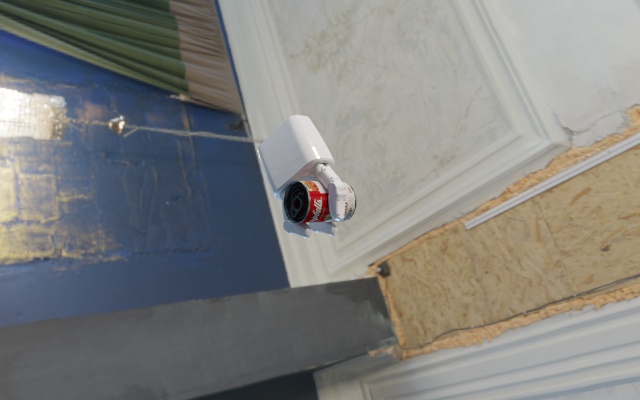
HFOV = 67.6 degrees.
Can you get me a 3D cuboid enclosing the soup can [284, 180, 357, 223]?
[{"bbox_3d":[0.001,0.003,0.782,0.102,0.068,0.068,0,0,-40],"label":"soup can"}]
